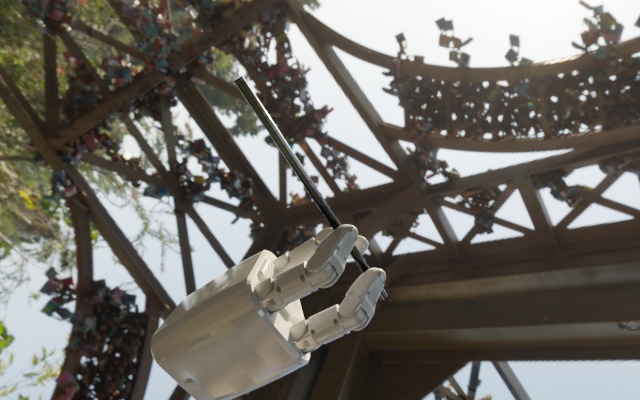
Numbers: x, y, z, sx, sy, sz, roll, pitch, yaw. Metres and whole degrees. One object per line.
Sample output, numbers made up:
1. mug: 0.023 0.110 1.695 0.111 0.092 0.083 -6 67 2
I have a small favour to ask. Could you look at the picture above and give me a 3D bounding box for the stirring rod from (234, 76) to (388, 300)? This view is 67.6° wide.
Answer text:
1. stirring rod: 0.000 0.001 0.402 0.011 0.240 0.011 -27 26 14
